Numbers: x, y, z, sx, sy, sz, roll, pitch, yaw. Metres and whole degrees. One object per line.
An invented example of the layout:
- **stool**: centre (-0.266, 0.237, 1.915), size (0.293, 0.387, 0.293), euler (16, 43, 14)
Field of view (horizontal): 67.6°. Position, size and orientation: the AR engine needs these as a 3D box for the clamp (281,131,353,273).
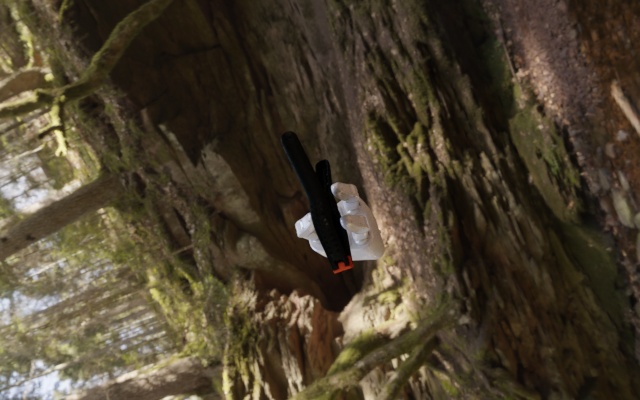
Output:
- **clamp**: centre (0.000, 0.003, 0.713), size (0.036, 0.210, 0.165), euler (-22, -24, 16)
